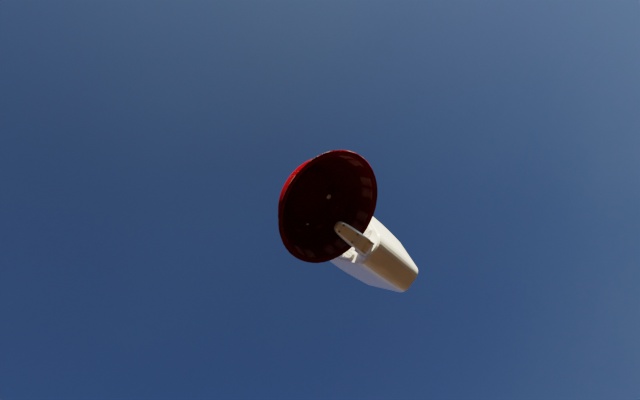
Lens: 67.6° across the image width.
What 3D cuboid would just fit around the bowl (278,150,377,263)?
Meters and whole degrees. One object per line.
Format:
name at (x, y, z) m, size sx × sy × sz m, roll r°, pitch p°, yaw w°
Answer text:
bowl at (-0.001, 0.001, 0.658) m, size 0.162 × 0.162 × 0.055 m, roll 0°, pitch 20°, yaw -37°
